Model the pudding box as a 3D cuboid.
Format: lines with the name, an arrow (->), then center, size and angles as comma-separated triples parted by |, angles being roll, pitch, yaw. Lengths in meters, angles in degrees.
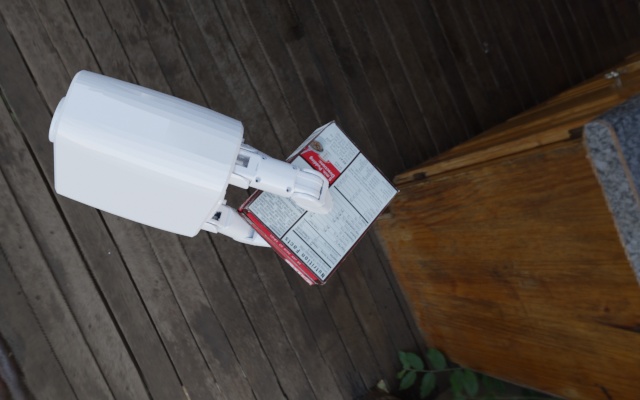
pudding box -> 0.000, 0.001, 0.406 | 0.113, 0.090, 0.039 | -47, 11, -19
